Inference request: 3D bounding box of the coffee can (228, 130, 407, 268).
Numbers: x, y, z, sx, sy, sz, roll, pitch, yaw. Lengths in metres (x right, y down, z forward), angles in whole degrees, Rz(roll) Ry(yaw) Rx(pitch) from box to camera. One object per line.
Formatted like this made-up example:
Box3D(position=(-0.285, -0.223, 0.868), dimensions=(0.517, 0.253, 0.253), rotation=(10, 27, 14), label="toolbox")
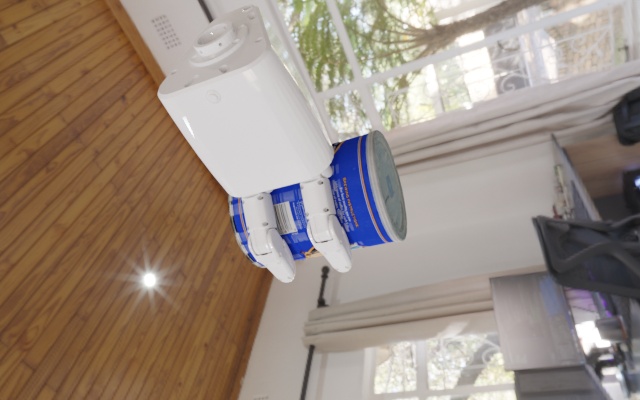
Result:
Box3D(position=(0.000, 0.002, 0.452), dimensions=(0.140, 0.103, 0.103), rotation=(-13, -5, 19), label="coffee can")
